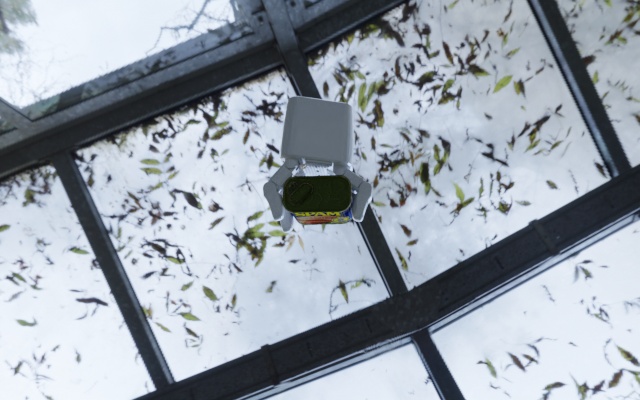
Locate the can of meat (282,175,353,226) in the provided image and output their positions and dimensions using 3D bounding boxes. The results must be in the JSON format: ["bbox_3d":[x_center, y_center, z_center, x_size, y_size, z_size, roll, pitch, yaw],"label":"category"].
[{"bbox_3d":[0.000,0.003,0.736,0.102,0.057,0.084,-1,-18,8],"label":"can of meat"}]
